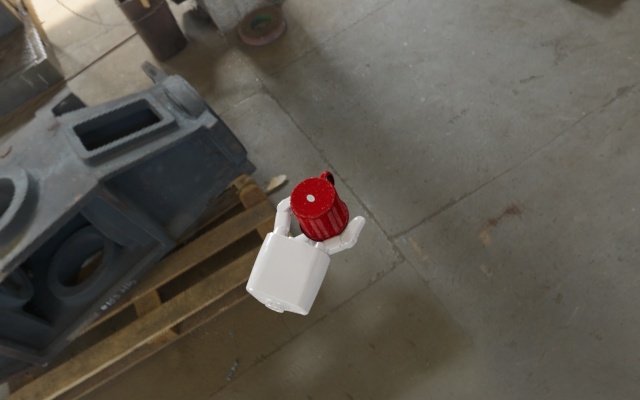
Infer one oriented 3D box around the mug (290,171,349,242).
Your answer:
[{"bbox_3d":[0.001,0.001,0.827,0.093,0.117,0.081,12,-24,22],"label":"mug"}]
